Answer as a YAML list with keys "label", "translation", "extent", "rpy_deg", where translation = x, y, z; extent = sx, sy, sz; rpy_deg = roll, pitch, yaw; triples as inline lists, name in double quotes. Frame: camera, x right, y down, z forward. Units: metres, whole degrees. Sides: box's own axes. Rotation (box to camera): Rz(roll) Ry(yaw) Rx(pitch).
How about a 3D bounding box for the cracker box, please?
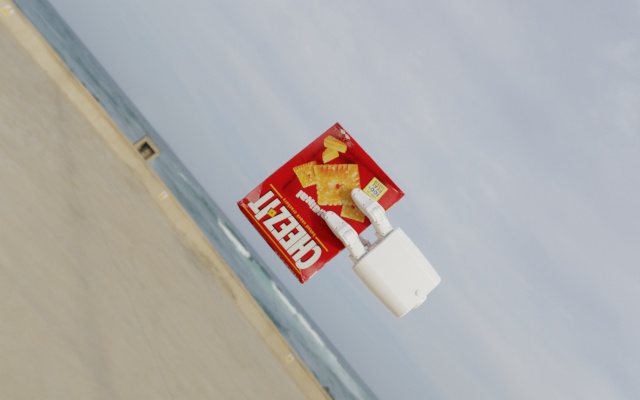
- label: "cracker box"
  translation: [0.000, 0.002, 0.767]
  extent: [0.213, 0.164, 0.072]
  rpy_deg: [-40, -7, -10]
